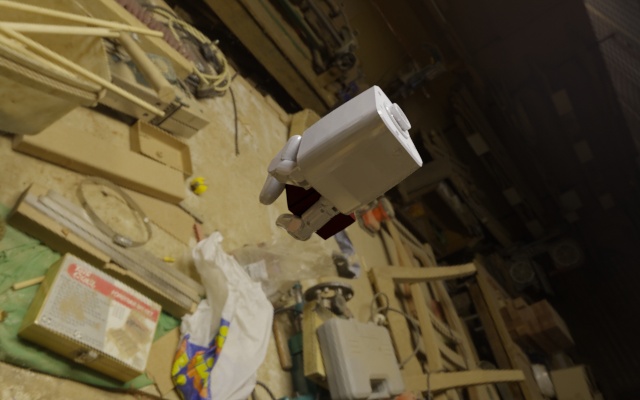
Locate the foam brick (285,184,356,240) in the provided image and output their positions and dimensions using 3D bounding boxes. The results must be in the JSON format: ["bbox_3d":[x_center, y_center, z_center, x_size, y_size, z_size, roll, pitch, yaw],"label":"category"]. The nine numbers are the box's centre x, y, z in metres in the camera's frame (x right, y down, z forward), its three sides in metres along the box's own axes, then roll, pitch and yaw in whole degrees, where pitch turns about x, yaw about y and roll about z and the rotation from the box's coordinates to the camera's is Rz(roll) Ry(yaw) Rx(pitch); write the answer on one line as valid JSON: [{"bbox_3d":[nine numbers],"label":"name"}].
[{"bbox_3d":[0.000,0.002,0.599,0.051,0.053,0.078,-33,-51,19],"label":"foam brick"}]
